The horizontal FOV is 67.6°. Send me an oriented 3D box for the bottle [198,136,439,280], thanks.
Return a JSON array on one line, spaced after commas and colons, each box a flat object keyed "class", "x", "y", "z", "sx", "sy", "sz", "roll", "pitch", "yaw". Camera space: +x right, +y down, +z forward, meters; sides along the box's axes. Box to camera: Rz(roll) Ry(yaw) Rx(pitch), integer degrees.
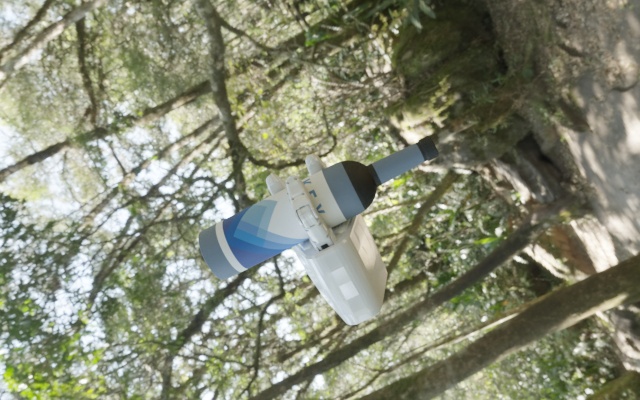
[{"class": "bottle", "x": 0.000, "y": 0.002, "z": 0.568, "sx": 0.296, "sy": 0.069, "sz": 0.069, "roll": -27, "pitch": -3, "yaw": 5}]
